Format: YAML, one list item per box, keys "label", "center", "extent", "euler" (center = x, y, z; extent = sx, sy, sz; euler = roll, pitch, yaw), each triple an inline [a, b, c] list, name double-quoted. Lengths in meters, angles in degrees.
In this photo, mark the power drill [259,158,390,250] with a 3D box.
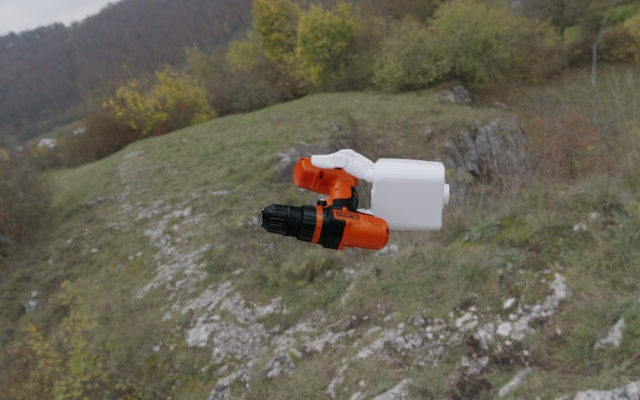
- label: "power drill"
  center: [0.000, 0.002, 0.723]
  extent: [0.184, 0.057, 0.187]
  euler: [11, 30, -12]
